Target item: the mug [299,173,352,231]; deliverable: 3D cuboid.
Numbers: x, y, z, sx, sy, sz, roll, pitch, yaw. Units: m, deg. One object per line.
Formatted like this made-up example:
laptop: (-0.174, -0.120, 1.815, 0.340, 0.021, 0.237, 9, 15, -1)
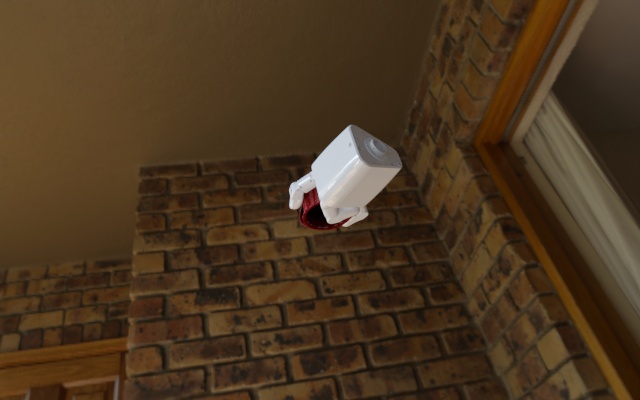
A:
mug: (-0.001, 0.004, 0.888, 0.093, 0.081, 0.117, 18, -46, -34)
